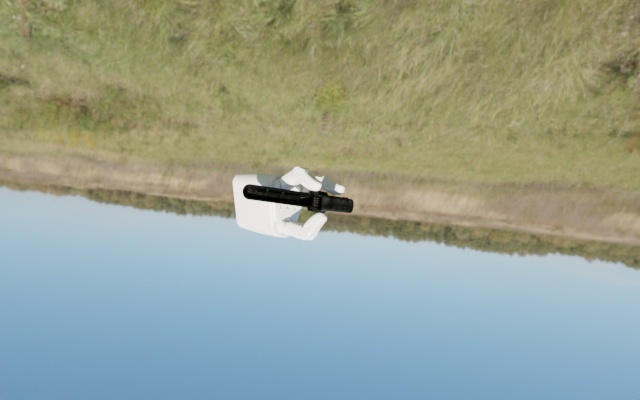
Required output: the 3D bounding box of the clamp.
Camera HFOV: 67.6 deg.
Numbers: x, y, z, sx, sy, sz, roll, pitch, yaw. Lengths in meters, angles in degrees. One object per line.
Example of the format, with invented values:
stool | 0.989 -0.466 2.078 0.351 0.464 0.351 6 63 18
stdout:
clamp | 0.000 0.003 0.789 0.164 0.036 0.210 10 1 40
